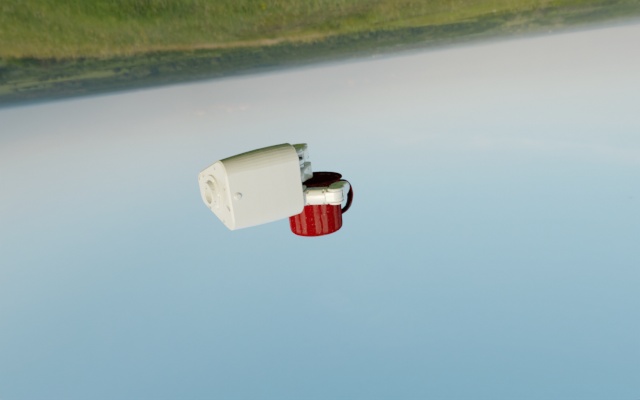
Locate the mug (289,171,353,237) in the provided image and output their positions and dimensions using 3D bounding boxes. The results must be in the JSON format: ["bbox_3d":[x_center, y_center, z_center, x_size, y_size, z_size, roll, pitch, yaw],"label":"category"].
[{"bbox_3d":[0.001,0.002,0.730,0.117,0.081,0.093,-15,17,-32],"label":"mug"}]
